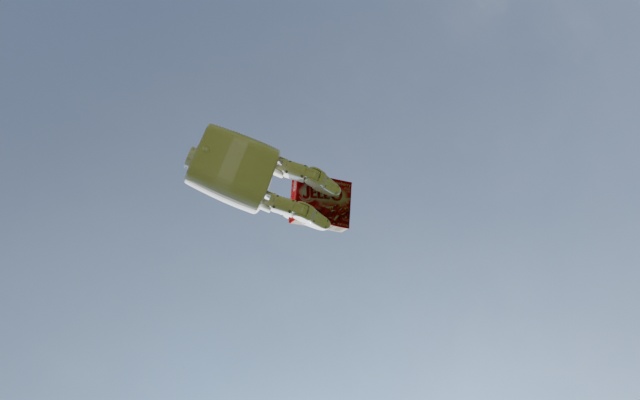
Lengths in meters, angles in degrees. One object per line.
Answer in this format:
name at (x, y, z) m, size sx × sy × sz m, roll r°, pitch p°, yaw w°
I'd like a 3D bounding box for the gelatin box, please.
gelatin box at (0.000, 0.002, 0.700) m, size 0.089 × 0.073 × 0.030 m, roll 11°, pitch -20°, yaw -21°
